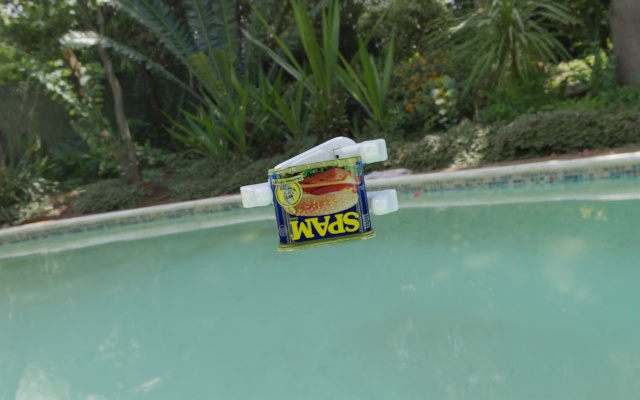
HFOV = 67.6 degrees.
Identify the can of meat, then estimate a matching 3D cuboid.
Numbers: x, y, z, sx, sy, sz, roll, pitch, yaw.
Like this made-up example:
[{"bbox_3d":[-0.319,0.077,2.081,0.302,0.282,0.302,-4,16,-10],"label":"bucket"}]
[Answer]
[{"bbox_3d":[0.000,0.001,0.496,0.102,0.084,0.057,-9,4,0],"label":"can of meat"}]
